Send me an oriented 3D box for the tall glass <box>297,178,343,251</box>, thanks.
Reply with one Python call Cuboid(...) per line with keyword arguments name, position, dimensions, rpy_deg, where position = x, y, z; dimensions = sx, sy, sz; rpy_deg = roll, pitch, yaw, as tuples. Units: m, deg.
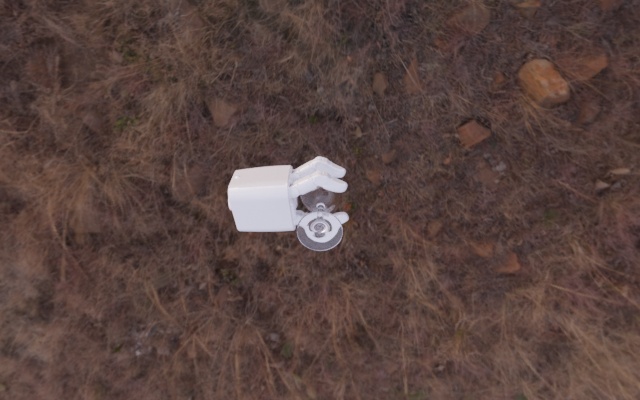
Cuboid(name="tall glass", position=(0.000, 0.003, 0.846), dimensions=(0.079, 0.079, 0.201), rpy_deg=(0, 28, 1))
